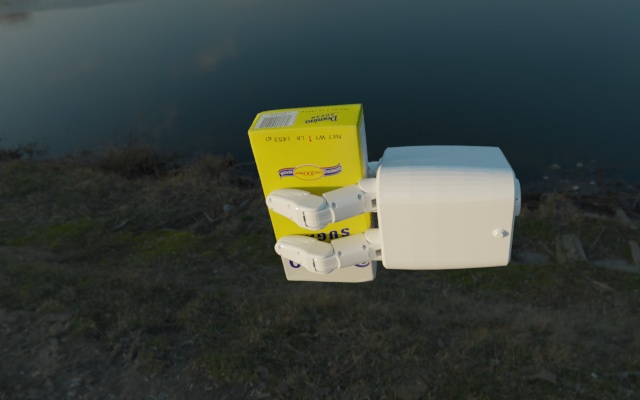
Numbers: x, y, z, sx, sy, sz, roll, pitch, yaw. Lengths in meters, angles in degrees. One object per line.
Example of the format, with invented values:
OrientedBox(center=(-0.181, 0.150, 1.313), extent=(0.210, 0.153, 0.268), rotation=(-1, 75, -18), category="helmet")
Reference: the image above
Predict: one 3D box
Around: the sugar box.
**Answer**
OrientedBox(center=(0.000, 0.002, 0.441), extent=(0.093, 0.176, 0.048), rotation=(-1, 35, 13), category="sugar box")
